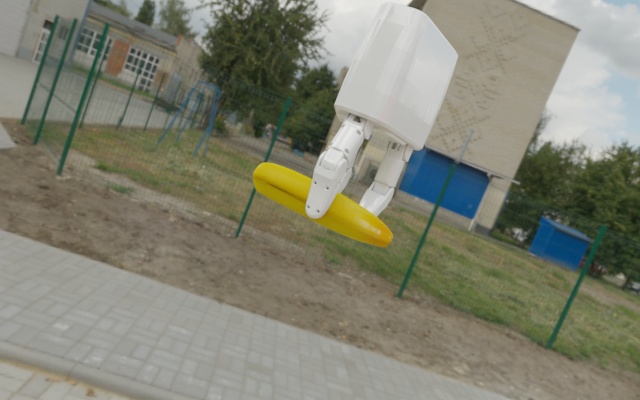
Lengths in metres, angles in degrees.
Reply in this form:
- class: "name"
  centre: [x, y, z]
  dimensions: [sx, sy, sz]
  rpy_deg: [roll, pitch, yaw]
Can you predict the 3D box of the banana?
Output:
- class: "banana"
  centre: [-0.014, -0.004, 0.486]
  dimensions: [0.070, 0.037, 0.197]
  rpy_deg: [22, 2, -45]
